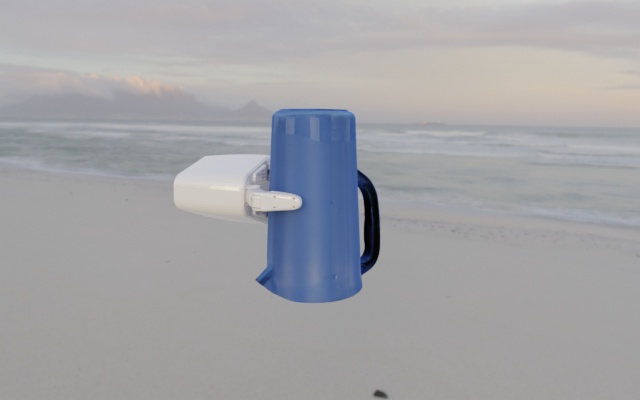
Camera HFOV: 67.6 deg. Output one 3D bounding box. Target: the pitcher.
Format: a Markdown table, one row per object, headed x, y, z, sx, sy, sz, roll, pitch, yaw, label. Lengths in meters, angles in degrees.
| x | y | z | sx | sy | sz | roll | pitch | yaw | label |
| --- | --- | --- | --- | --- | --- | --- | --- | --- | --- |
| 0.000 | 0.002 | 0.639 | 0.145 | 0.243 | 0.149 | 3 | 10 | 16 | pitcher |
